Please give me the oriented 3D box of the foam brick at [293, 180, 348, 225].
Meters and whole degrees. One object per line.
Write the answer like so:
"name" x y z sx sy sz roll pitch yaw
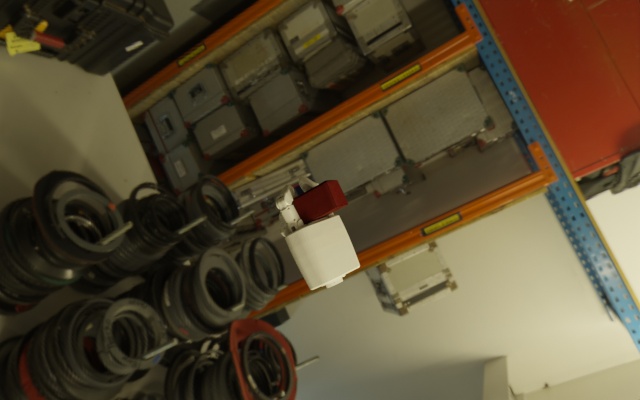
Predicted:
"foam brick" 0.000 0.003 0.854 0.078 0.051 0.053 -29 -9 26
